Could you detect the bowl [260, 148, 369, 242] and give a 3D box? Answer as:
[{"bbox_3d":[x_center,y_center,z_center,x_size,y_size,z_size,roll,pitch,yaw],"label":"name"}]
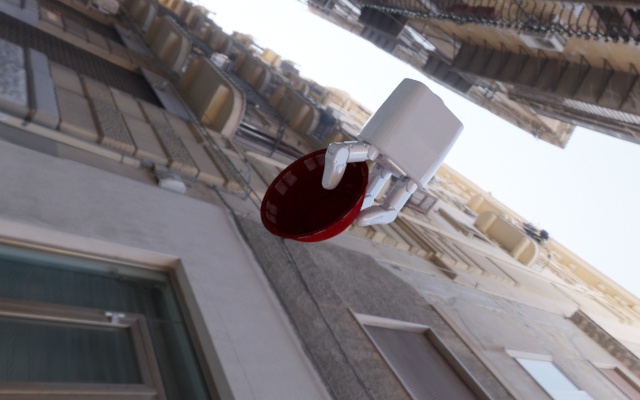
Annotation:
[{"bbox_3d":[-0.001,0.003,0.656,0.162,0.162,0.055,0,-40,34],"label":"bowl"}]
